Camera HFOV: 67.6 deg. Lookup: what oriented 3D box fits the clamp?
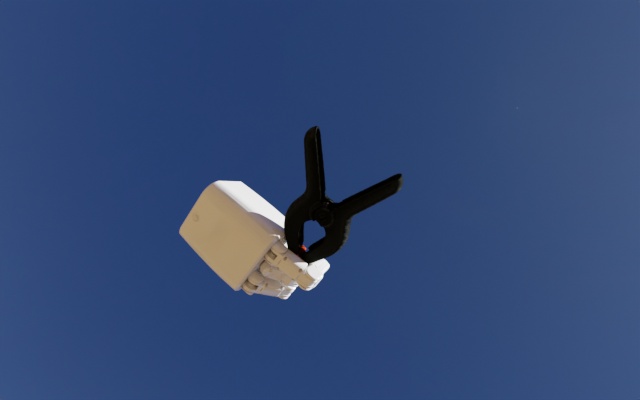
[{"bbox_3d":[0.000,0.002,0.555,0.120,0.171,0.039,40,22,5],"label":"clamp"}]
